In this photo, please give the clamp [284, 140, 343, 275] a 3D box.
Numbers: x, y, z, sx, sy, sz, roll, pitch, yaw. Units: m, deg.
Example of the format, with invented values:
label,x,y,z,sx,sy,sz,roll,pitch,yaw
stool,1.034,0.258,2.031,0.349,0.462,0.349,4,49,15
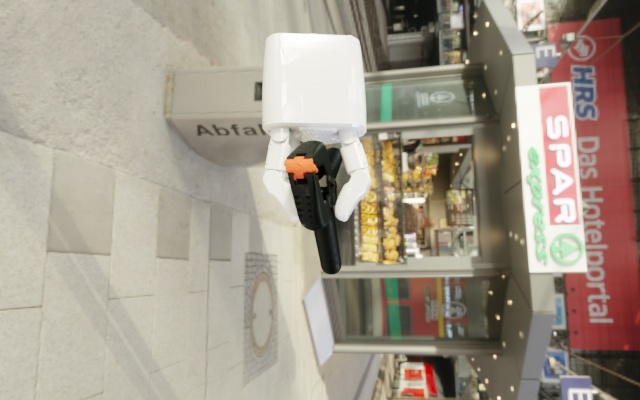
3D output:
label,x,y,z,sx,sy,sz,roll,pitch,yaw
clamp,0.001,0.001,0.530,0.036,0.164,0.210,-2,-7,10
